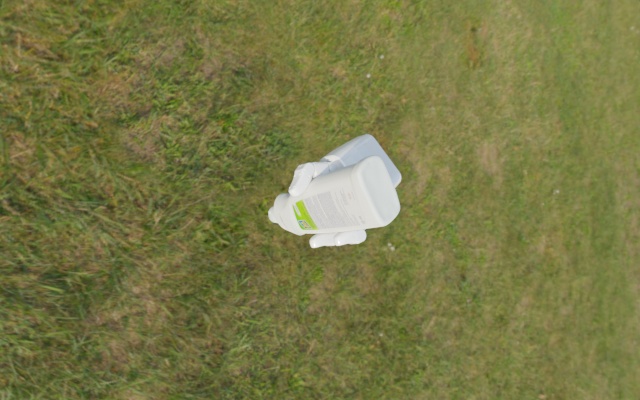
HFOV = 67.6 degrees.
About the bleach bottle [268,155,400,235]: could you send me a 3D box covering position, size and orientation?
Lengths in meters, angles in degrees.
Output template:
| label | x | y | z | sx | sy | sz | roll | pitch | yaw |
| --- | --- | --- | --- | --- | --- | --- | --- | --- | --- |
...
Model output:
| label | x | y | z | sx | sy | sz | roll | pitch | yaw |
| --- | --- | --- | --- | --- | --- | --- | --- | --- | --- |
| bleach bottle | 0.000 | 0.003 | 0.756 | 0.251 | 0.102 | 0.068 | -10 | 20 | 46 |
